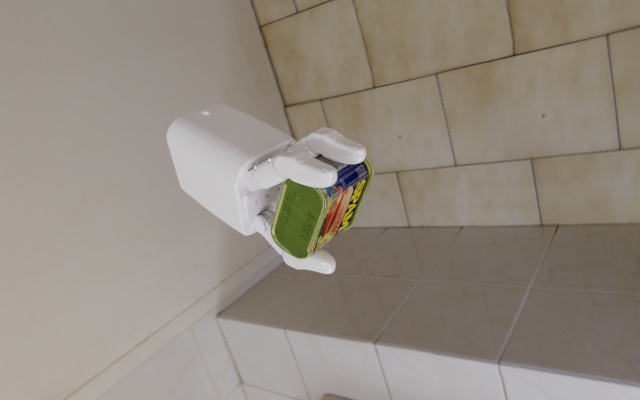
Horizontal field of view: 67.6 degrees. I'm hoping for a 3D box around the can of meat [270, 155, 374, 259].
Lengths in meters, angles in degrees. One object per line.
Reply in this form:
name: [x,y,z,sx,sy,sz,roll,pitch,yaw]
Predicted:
can of meat: [0.000,0.002,0.490,0.057,0.102,0.084,34,40,19]
